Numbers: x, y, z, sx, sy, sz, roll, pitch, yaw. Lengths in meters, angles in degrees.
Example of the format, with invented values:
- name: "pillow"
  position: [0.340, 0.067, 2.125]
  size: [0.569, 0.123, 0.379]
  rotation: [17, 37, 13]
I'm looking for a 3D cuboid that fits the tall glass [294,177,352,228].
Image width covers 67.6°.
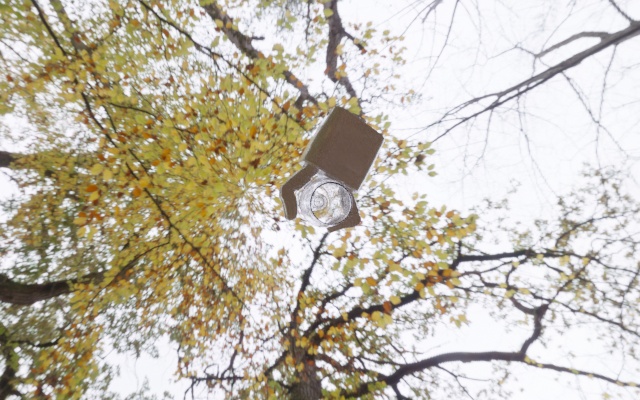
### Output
- name: "tall glass"
  position: [0.000, 0.003, 0.780]
  size: [0.079, 0.079, 0.201]
  rotation: [0, 1, -9]
